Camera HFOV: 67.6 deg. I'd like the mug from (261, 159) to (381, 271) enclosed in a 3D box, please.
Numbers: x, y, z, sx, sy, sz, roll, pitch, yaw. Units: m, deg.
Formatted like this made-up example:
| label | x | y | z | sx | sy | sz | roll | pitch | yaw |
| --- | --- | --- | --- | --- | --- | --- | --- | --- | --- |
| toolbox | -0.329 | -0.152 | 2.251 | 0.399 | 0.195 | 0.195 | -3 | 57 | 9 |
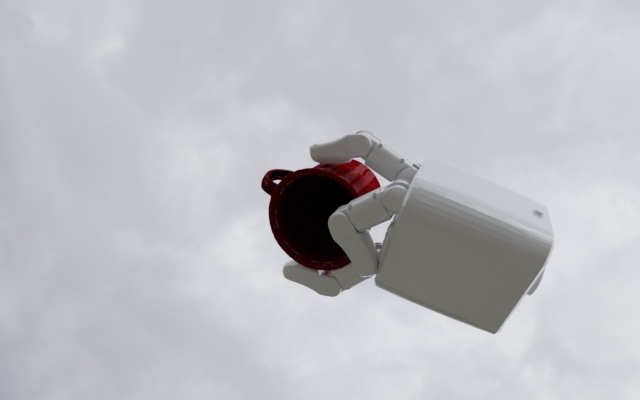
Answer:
| label | x | y | z | sx | sy | sz | roll | pitch | yaw |
| --- | --- | --- | --- | --- | --- | --- | --- | --- | --- |
| mug | -0.001 | 0.001 | 0.448 | 0.117 | 0.093 | 0.081 | 24 | 24 | 13 |
